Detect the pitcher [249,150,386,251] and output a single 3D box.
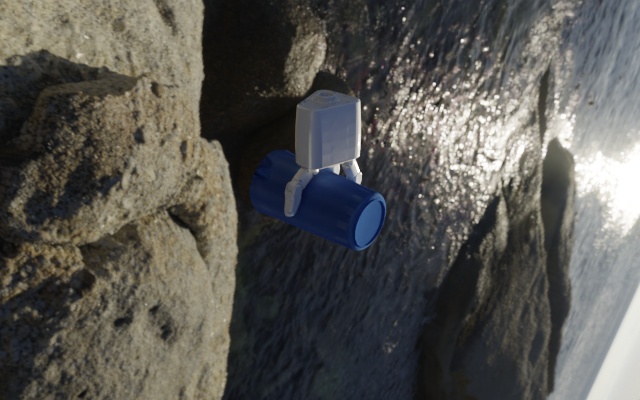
[{"bbox_3d":[0.000,0.003,0.891,0.242,0.145,0.149,24,38,35],"label":"pitcher"}]
